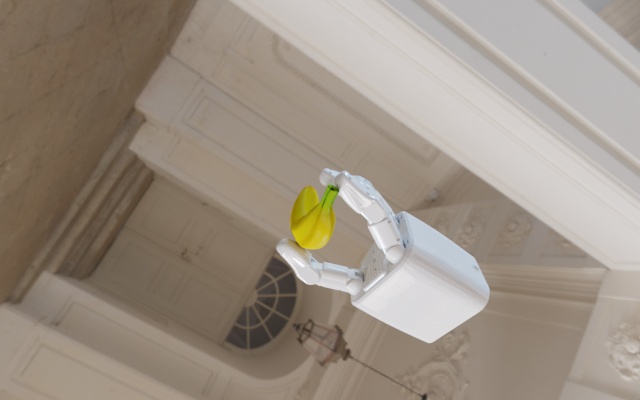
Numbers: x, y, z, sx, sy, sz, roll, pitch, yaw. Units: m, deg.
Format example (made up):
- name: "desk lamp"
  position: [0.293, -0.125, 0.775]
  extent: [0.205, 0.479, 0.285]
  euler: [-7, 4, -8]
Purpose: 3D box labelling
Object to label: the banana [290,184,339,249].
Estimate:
- name: "banana"
  position: [-0.008, 0.018, 0.537]
  extent: [0.037, 0.069, 0.198]
  euler: [29, -3, -10]
